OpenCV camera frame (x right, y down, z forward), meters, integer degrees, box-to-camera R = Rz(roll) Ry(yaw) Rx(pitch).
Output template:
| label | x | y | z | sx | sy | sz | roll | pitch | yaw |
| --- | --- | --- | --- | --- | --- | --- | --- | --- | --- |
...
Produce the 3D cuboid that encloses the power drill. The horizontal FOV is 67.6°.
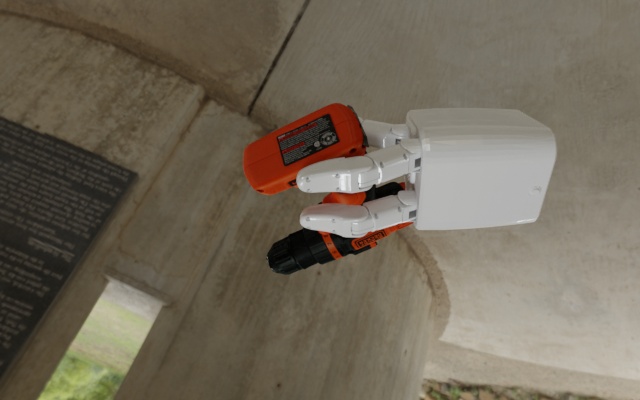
| label | x | y | z | sx | sy | sz | roll | pitch | yaw |
| --- | --- | --- | --- | --- | --- | --- | --- | --- | --- |
| power drill | 0.000 | 0.001 | 0.472 | 0.184 | 0.057 | 0.188 | -26 | -34 | 8 |
